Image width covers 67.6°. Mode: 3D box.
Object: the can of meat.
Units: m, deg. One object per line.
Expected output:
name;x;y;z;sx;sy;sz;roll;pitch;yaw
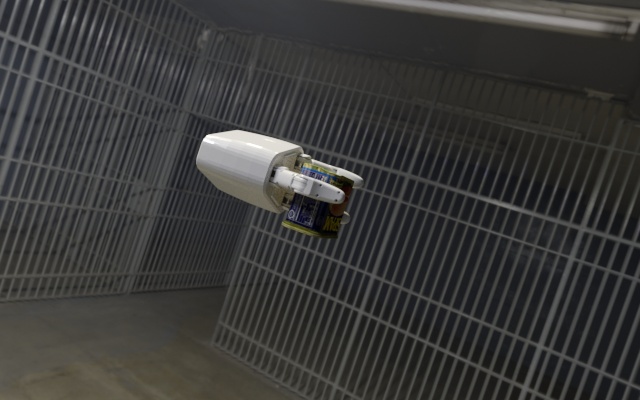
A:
can of meat;0.000;0.002;0.629;0.057;0.084;0.102;19;1;19
